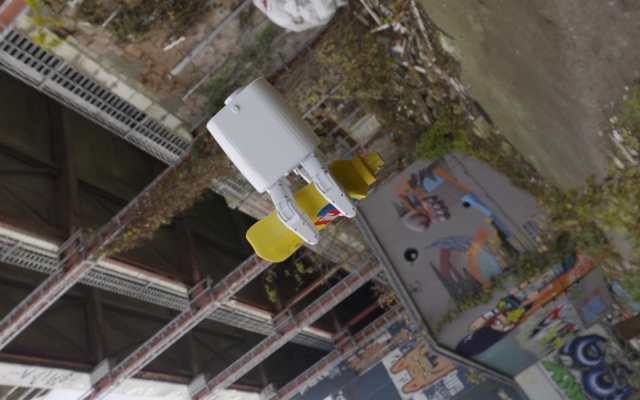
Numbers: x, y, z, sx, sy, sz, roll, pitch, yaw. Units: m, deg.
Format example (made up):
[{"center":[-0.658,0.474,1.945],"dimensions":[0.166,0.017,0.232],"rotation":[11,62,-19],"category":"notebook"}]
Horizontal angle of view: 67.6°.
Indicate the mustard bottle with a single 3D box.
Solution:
[{"center":[0.000,0.002,0.612],"dimensions":[0.191,0.058,0.096],"rotation":[-39,-16,12],"category":"mustard bottle"}]
